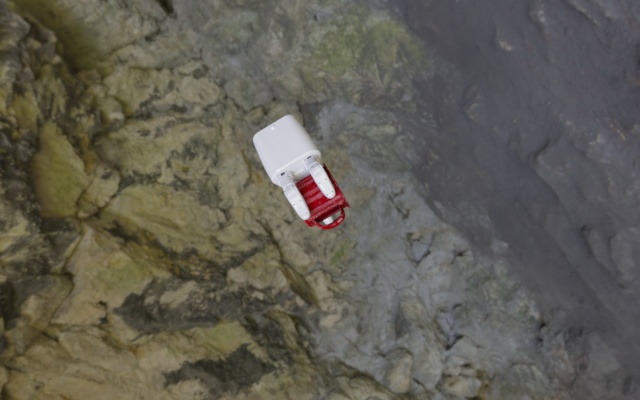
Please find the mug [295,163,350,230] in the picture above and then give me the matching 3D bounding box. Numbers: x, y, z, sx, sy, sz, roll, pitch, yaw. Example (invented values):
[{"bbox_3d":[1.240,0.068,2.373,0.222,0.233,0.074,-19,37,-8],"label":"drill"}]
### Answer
[{"bbox_3d":[0.001,0.004,0.840,0.081,0.117,0.093,-31,-33,2],"label":"mug"}]
